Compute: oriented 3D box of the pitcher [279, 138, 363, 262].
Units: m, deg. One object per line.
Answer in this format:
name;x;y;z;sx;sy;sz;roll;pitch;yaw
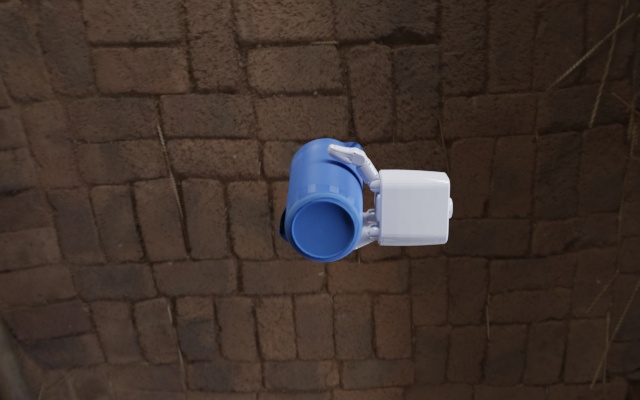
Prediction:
pitcher;0.000;0.002;0.762;0.145;0.149;0.242;1;22;2
